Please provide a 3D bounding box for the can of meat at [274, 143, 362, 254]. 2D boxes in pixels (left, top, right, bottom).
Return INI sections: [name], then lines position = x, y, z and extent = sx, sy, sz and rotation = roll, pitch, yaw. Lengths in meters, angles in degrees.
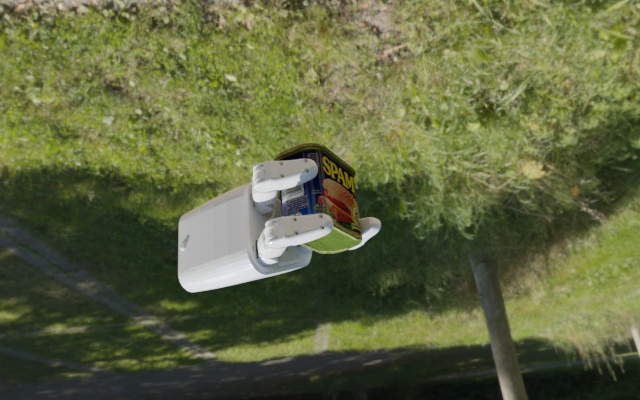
[can of meat]
position = 0.000, 0.002, 0.488
extent = 0.057, 0.084, 0.102
rotation = -18, -26, 25
